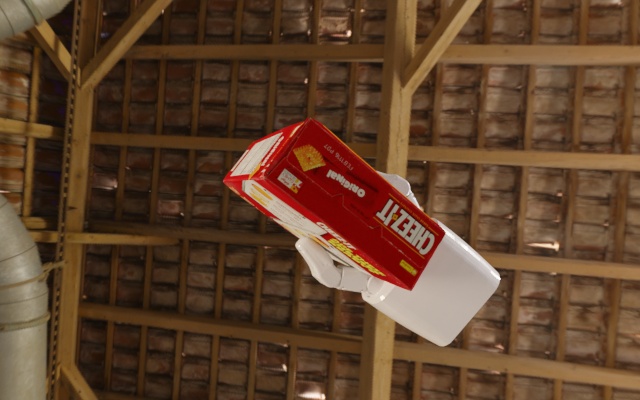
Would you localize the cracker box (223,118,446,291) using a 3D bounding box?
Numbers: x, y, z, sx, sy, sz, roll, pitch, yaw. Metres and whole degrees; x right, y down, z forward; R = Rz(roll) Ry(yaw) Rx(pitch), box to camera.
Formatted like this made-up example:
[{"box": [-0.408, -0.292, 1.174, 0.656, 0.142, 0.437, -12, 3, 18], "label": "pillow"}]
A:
[{"box": [0.000, 0.002, 0.488, 0.164, 0.072, 0.213, 38, -11, -17], "label": "cracker box"}]
